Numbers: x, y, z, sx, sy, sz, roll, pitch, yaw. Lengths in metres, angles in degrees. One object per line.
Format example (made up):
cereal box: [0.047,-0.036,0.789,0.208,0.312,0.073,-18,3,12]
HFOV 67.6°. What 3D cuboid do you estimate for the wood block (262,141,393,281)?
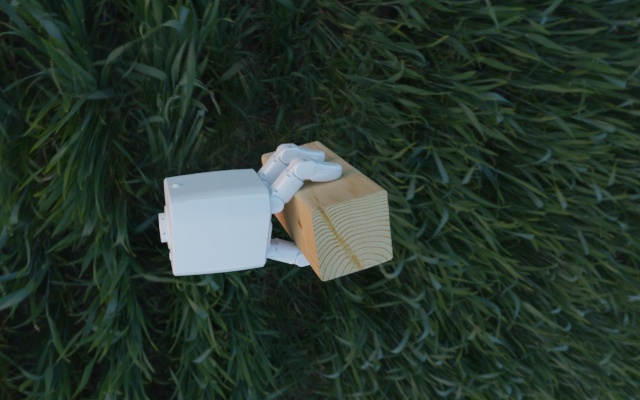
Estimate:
wood block: [0.000,0.002,0.601,0.090,0.091,0.206,-16,27,-16]
